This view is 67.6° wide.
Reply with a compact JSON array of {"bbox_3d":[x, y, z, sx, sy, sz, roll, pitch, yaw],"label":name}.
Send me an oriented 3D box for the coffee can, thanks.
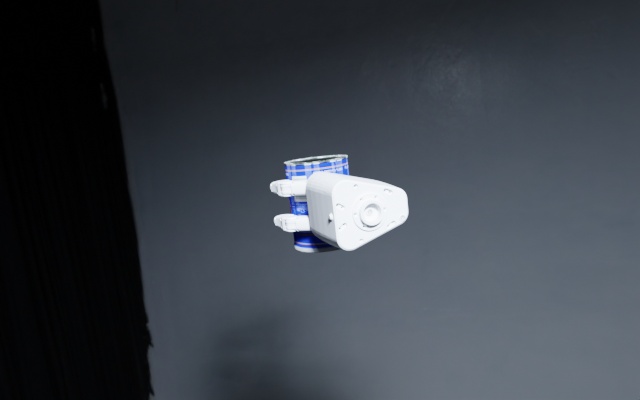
[{"bbox_3d":[0.000,0.003,0.769,0.103,0.140,0.103,-6,9,1],"label":"coffee can"}]
